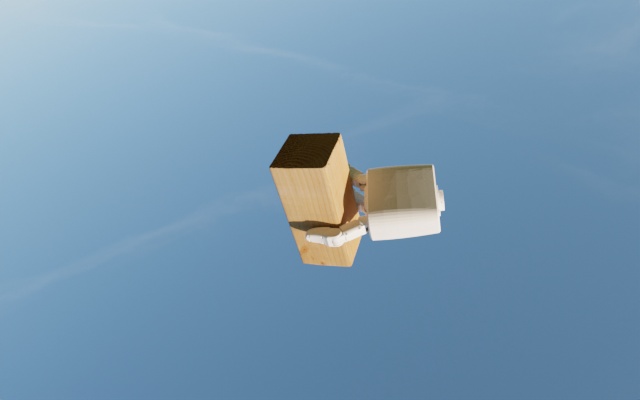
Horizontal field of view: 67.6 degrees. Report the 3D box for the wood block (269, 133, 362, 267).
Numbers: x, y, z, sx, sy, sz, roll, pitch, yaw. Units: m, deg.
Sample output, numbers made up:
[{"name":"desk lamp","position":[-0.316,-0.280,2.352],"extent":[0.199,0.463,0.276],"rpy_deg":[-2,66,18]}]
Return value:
[{"name":"wood block","position":[0.000,0.003,0.768],"extent":[0.090,0.206,0.090],"rpy_deg":[2,41,21]}]
